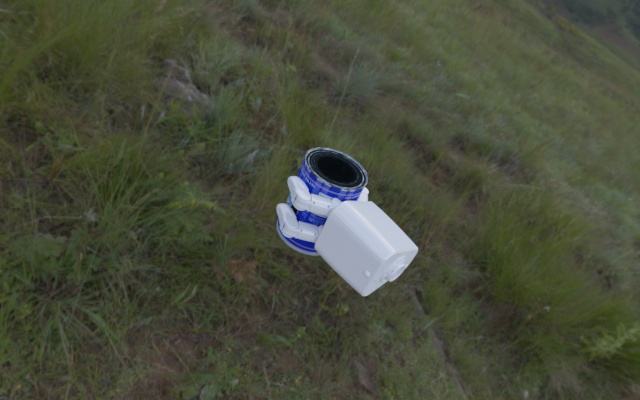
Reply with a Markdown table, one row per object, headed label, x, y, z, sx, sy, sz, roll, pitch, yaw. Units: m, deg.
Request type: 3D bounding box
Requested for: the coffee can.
| label | x | y | z | sx | sy | sz | roll | pitch | yaw |
| --- | --- | --- | --- | --- | --- | --- | --- | --- | --- |
| coffee can | 0.000 | 0.002 | 0.755 | 0.103 | 0.140 | 0.102 | 17 | 36 | -12 |
